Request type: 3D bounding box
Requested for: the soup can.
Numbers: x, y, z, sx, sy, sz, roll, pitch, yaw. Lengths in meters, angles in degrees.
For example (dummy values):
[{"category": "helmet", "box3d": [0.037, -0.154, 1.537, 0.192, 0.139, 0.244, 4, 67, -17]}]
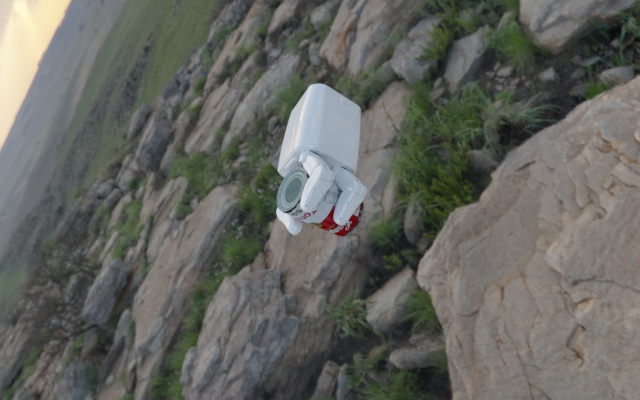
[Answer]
[{"category": "soup can", "box3d": [0.000, 0.003, 0.655, 0.102, 0.068, 0.068, 25, -14, -33]}]
